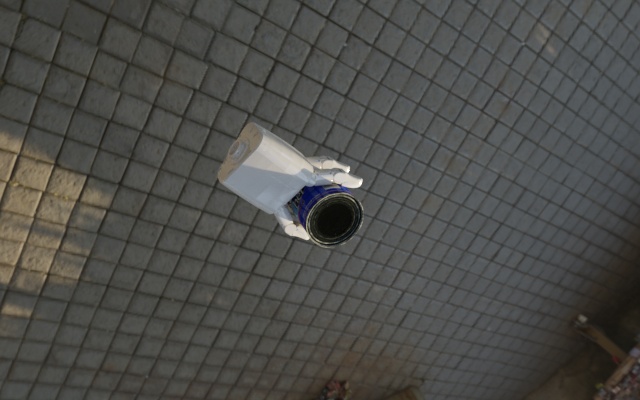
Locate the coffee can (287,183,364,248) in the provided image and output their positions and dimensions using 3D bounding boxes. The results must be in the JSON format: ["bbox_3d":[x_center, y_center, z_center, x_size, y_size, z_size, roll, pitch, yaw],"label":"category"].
[{"bbox_3d":[0.000,0.003,0.838,0.103,0.103,0.140,0,26,-23],"label":"coffee can"}]
